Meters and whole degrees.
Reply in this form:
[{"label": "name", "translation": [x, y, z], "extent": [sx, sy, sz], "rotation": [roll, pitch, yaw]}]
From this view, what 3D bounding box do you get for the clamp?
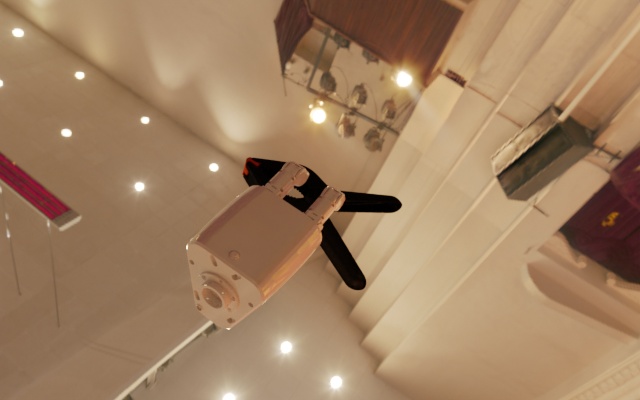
[{"label": "clamp", "translation": [-0.001, 0.002, 0.606], "extent": [0.210, 0.036, 0.164], "rotation": [34, 44, 9]}]
